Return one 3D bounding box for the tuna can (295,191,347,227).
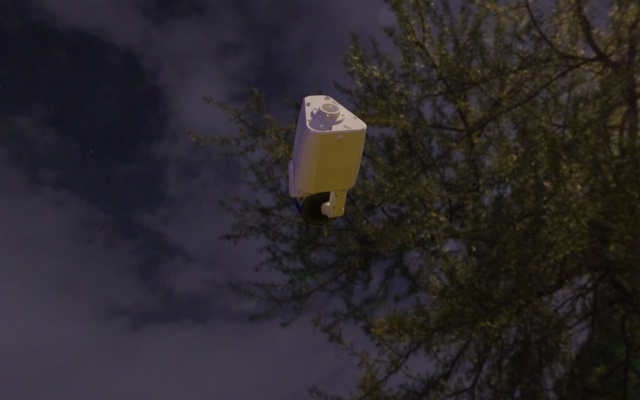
[{"bbox_3d":[0.000,0.002,0.828,0.086,0.086,0.033,0,36,-29],"label":"tuna can"}]
